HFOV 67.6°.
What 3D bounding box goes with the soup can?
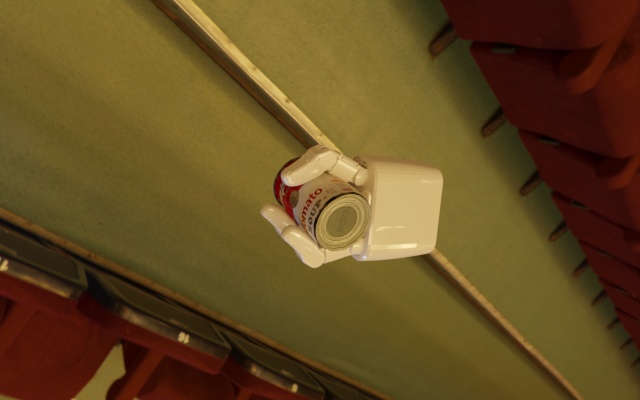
[{"bbox_3d":[0.000,0.002,0.512,0.068,0.068,0.102,0,25,-31],"label":"soup can"}]
